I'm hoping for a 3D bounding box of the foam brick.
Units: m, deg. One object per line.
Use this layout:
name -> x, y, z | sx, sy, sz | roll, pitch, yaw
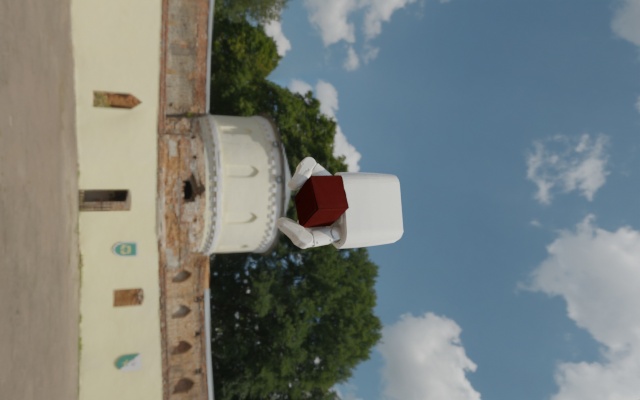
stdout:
foam brick -> 0.000, 0.002, 0.700 | 0.051, 0.053, 0.078 | -2, -22, -23
